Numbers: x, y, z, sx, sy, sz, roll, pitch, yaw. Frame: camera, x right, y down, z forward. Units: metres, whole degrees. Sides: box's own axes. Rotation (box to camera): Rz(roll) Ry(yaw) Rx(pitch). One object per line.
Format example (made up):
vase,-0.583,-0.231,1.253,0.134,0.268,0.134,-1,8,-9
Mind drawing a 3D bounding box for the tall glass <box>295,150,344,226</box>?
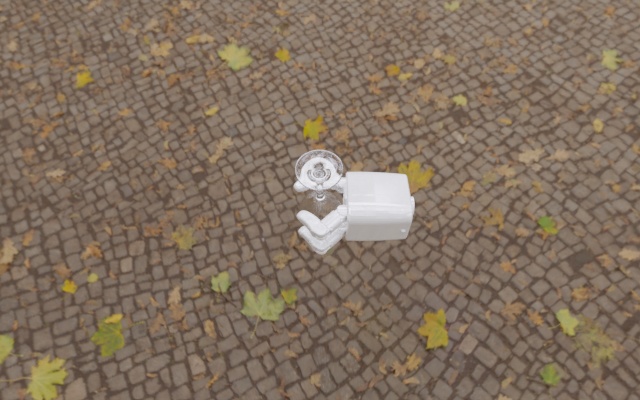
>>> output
tall glass,0.000,0.002,0.811,0.079,0.079,0.201,0,-30,1
